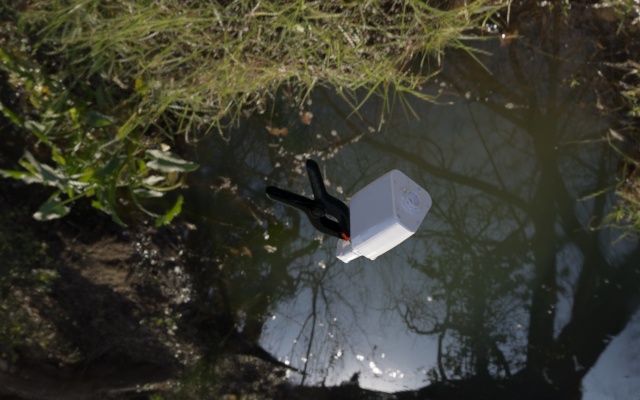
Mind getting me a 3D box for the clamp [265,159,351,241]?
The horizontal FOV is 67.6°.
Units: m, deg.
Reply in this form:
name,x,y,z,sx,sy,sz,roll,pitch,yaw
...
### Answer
name,x,y,z,sx,sy,sz,roll,pitch,yaw
clamp,0.000,0.003,0.828,0.171,0.039,0.120,35,-42,-16
